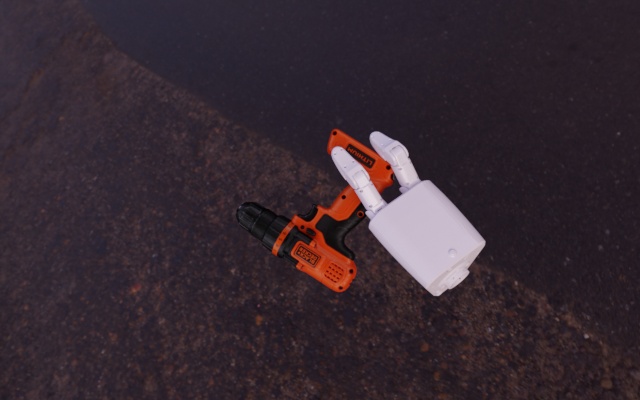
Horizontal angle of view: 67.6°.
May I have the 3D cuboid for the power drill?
[{"bbox_3d":[0.001,0.002,0.643,0.184,0.187,0.057,32,4,7],"label":"power drill"}]
